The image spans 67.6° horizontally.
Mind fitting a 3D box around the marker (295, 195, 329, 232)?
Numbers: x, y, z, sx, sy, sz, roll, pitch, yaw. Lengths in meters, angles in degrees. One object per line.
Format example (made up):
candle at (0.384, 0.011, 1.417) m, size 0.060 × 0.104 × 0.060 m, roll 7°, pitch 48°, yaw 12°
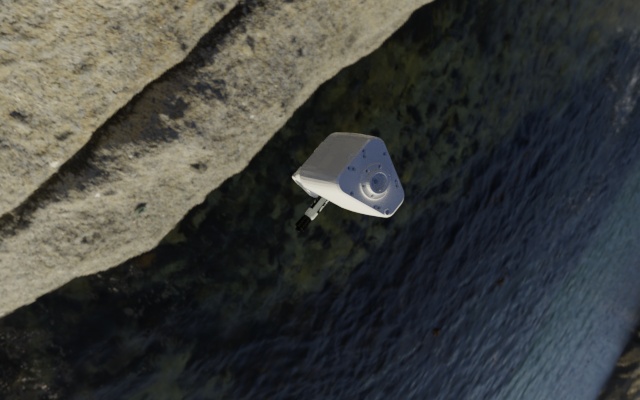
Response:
marker at (0.000, 0.003, 0.772) m, size 0.020 × 0.121 × 0.020 m, roll 37°, pitch -12°, yaw 9°
